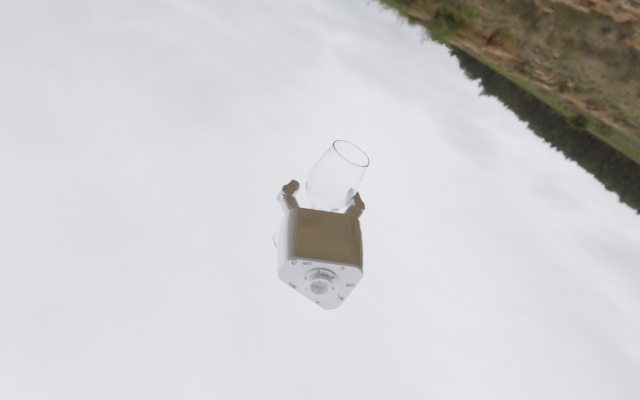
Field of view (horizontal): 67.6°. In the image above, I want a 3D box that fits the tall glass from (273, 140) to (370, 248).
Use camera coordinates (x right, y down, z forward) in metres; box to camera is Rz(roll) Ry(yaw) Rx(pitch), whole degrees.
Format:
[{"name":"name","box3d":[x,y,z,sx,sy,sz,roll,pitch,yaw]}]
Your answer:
[{"name":"tall glass","box3d":[0.000,0.003,0.749,0.079,0.201,0.079,23,32,-15]}]
